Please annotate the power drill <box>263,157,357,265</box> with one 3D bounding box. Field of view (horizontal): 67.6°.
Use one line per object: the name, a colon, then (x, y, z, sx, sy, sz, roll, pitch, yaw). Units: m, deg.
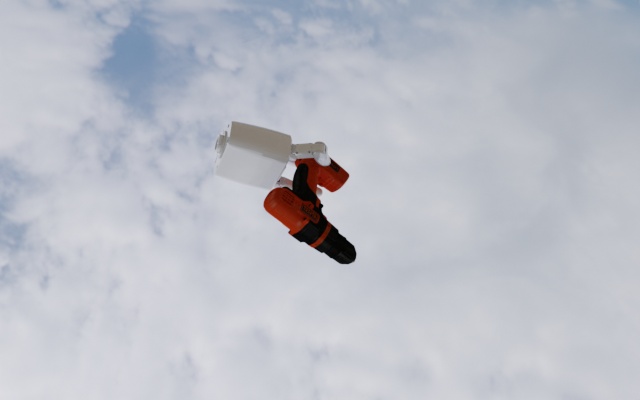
power drill: (0.000, 0.002, 0.827, 0.184, 0.187, 0.057, 39, -54, -19)
